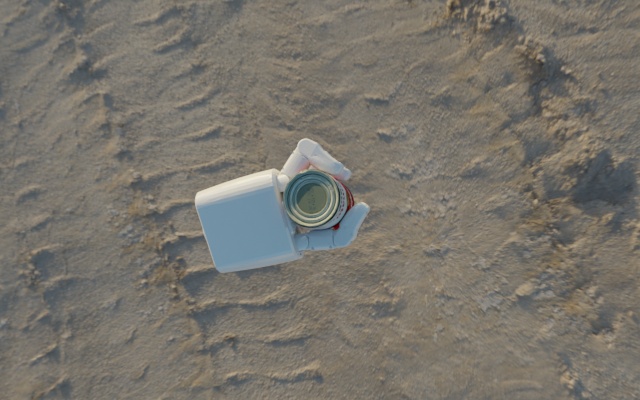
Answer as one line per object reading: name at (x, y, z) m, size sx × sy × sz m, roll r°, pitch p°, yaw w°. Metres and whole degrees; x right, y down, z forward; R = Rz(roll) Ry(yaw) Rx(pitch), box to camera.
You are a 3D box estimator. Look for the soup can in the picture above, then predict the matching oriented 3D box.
soup can at (0.001, 0.002, 0.578) m, size 0.068 × 0.068 × 0.102 m, roll 0°, pitch -5°, yaw 13°
